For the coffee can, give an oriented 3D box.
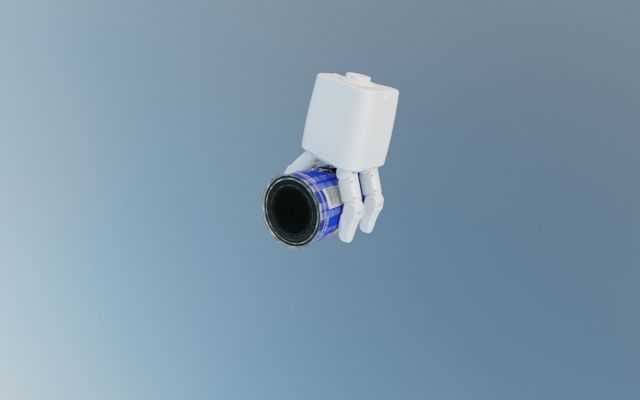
[{"bbox_3d":[0.000,0.002,0.689,0.103,0.103,0.140,0,11,37],"label":"coffee can"}]
